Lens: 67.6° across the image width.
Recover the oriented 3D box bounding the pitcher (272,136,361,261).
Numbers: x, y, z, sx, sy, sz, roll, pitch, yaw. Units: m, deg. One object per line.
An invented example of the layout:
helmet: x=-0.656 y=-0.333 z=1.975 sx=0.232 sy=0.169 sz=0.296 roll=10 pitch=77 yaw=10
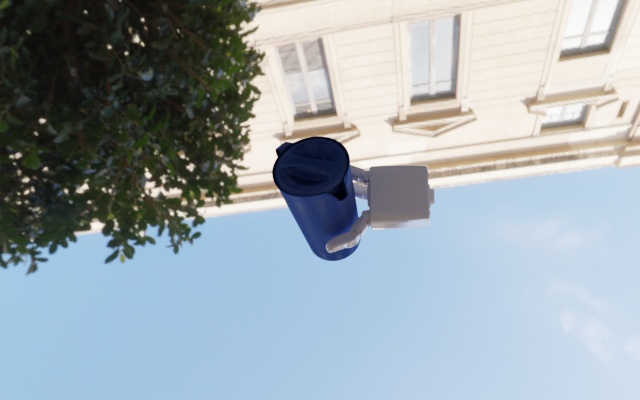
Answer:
pitcher: x=0.000 y=0.003 z=0.886 sx=0.145 sy=0.149 sz=0.243 roll=-4 pitch=-37 yaw=11
